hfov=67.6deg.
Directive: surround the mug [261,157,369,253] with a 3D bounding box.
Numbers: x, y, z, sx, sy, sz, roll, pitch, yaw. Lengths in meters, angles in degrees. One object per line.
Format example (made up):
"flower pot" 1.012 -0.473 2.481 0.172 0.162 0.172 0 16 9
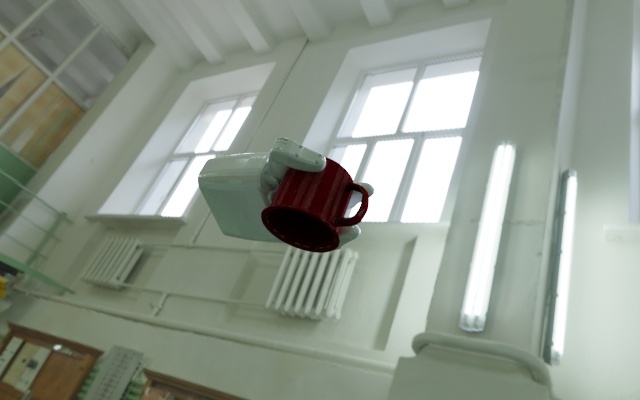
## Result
"mug" 0.001 0.002 0.542 0.117 0.081 0.093 1 -36 31
